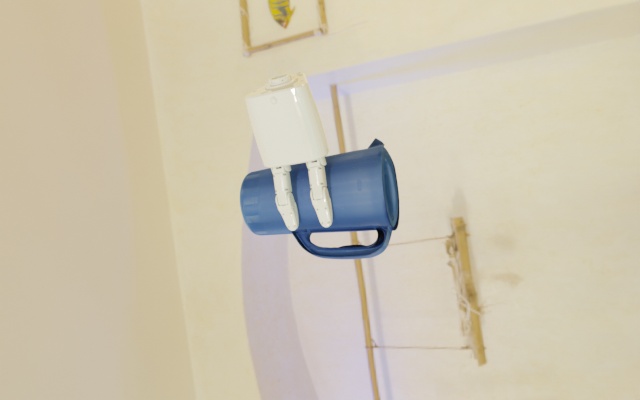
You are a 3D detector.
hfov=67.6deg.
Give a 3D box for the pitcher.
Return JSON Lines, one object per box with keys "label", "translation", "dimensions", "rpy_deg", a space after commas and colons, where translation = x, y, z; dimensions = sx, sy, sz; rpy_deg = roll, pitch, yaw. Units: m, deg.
{"label": "pitcher", "translation": [0.000, 0.002, 0.758], "dimensions": [0.243, 0.145, 0.149], "rpy_deg": [-7, 27, 18]}
